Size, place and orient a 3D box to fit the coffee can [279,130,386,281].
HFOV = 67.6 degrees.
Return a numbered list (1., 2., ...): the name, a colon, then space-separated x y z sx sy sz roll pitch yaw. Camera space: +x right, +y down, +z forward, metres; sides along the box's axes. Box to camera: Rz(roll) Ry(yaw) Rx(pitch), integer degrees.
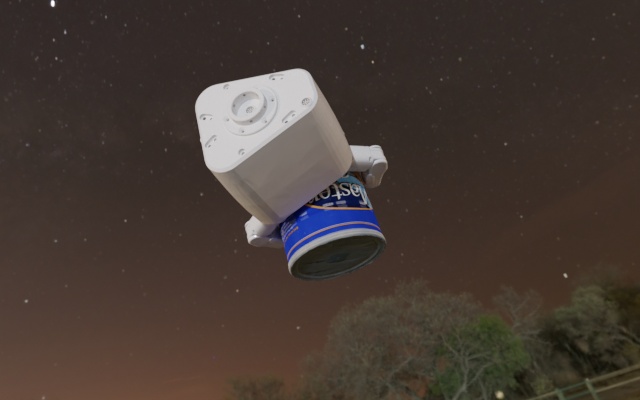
1. coffee can: 0.000 0.002 0.518 0.103 0.140 0.103 -13 -29 -8
